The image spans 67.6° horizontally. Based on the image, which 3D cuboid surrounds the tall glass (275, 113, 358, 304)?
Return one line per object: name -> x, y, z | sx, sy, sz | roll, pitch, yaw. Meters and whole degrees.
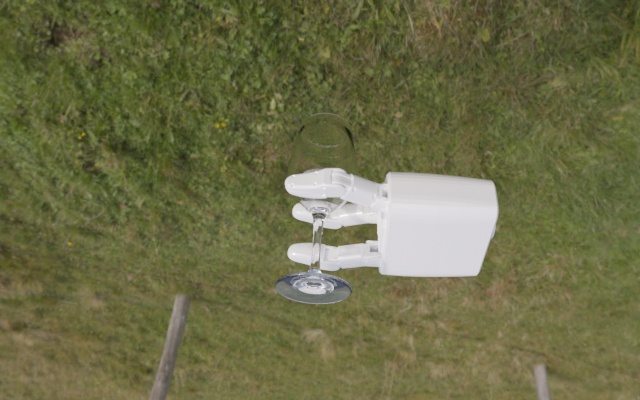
tall glass -> 0.000, 0.002, 0.509 | 0.079, 0.201, 0.079 | 3, -32, 2
